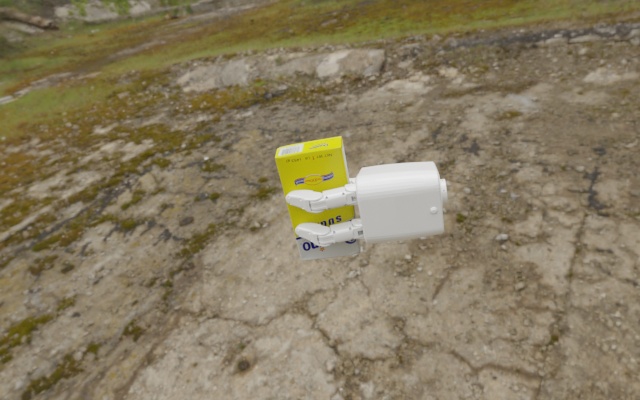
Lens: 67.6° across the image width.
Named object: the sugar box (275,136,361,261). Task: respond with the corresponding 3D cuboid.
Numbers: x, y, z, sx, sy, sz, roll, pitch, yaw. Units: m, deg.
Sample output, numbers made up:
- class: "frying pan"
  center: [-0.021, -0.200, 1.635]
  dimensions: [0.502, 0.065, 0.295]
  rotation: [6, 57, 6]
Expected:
- class: "sugar box"
  center: [0.000, 0.002, 0.684]
  dimensions: [0.093, 0.176, 0.048]
  rotation: [-8, 27, 9]
